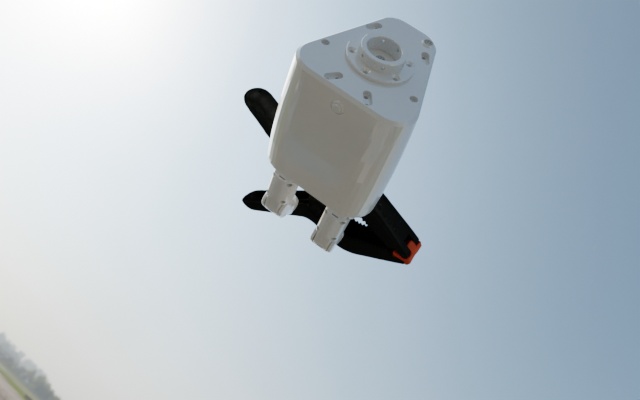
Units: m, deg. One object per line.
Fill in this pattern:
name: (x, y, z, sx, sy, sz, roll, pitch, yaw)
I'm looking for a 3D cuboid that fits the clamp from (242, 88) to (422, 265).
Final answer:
clamp: (0.001, 0.001, 0.478, 0.210, 0.036, 0.165, 36, -35, 10)
